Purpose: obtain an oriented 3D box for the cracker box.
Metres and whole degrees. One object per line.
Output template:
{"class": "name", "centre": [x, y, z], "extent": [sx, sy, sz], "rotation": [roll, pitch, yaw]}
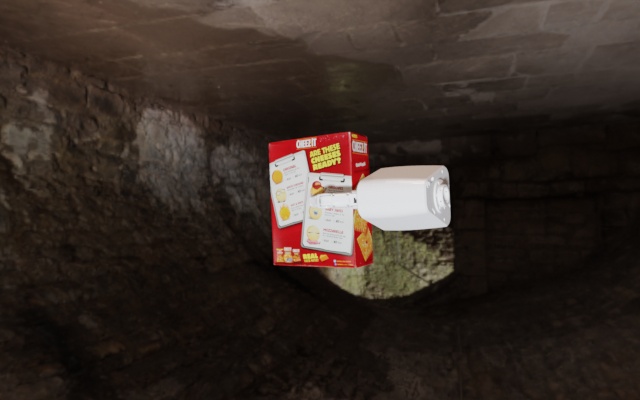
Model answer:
{"class": "cracker box", "centre": [0.000, 0.003, 0.807], "extent": [0.164, 0.213, 0.072], "rotation": [-3, -1, 32]}
